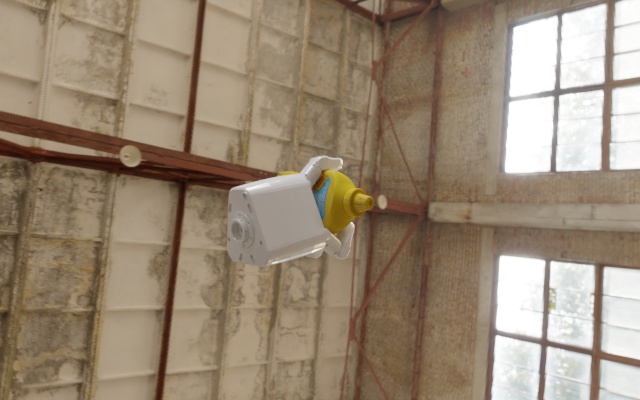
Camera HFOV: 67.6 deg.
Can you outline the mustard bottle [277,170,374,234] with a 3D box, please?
[{"bbox_3d":[0.000,0.002,0.725,0.191,0.096,0.058,0,-14,45],"label":"mustard bottle"}]
